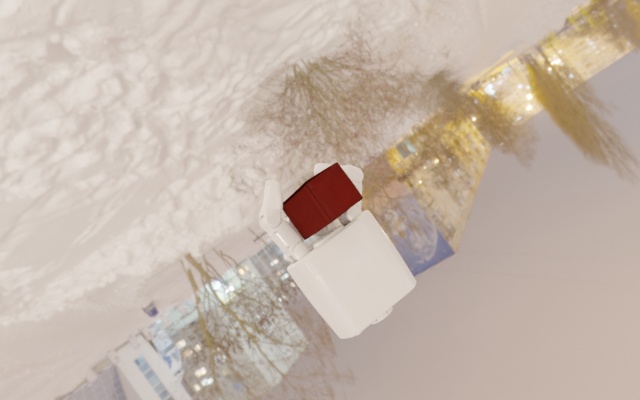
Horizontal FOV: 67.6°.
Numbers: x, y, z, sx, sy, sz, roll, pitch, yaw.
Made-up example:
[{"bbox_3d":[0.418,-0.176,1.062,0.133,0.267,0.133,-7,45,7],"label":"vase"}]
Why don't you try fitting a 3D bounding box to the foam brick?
[{"bbox_3d":[0.000,0.002,0.539,0.053,0.051,0.078,-35,-2,-31],"label":"foam brick"}]
